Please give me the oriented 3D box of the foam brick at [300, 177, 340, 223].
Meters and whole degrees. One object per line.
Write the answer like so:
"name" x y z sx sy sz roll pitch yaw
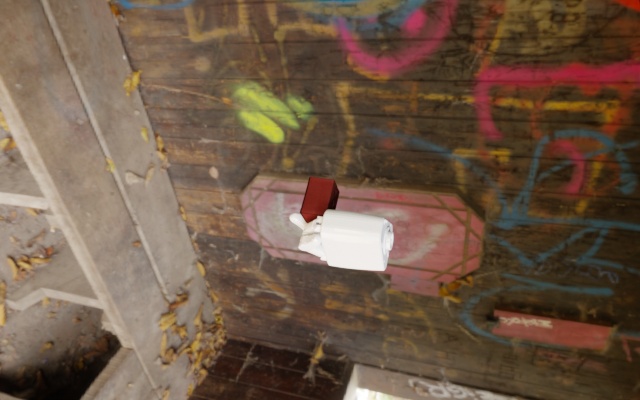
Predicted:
"foam brick" 0.000 0.003 0.896 0.051 0.078 0.053 5 -25 18
